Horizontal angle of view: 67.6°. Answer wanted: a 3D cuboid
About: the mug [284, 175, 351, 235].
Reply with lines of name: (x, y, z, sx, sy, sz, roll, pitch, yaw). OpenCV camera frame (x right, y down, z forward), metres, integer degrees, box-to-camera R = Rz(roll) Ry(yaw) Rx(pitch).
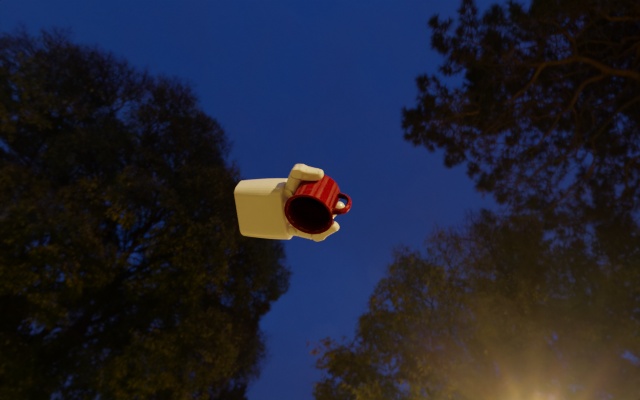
mug: (0.002, 0.003, 0.889, 0.117, 0.093, 0.081, 1, 37, 19)
